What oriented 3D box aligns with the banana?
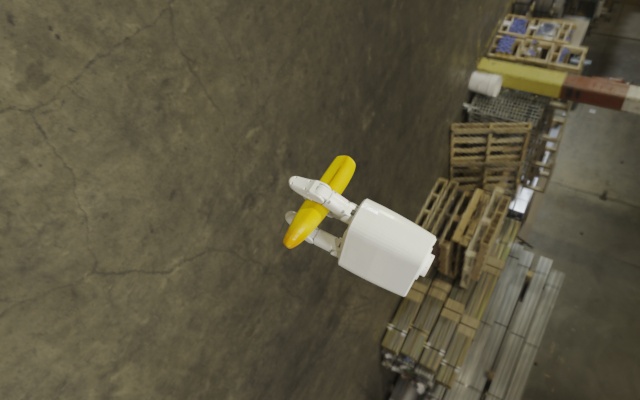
[{"bbox_3d":[0.008,-0.011,0.677,0.037,0.197,0.070,33,-44,1],"label":"banana"}]
